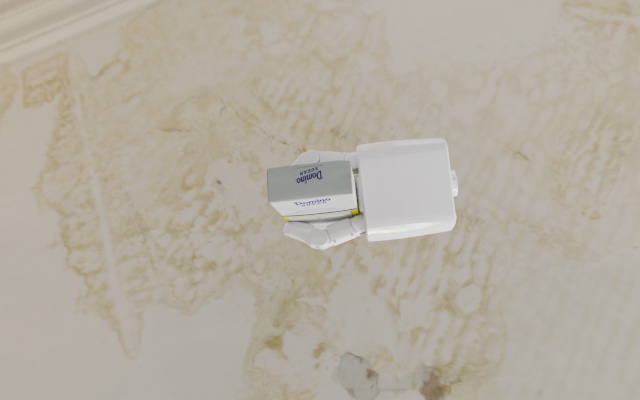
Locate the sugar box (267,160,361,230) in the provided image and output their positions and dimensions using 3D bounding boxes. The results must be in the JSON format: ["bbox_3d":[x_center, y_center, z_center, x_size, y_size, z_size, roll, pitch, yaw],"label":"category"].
[{"bbox_3d":[0.000,0.001,0.585,0.093,0.048,0.176,-6,-18,6],"label":"sugar box"}]
